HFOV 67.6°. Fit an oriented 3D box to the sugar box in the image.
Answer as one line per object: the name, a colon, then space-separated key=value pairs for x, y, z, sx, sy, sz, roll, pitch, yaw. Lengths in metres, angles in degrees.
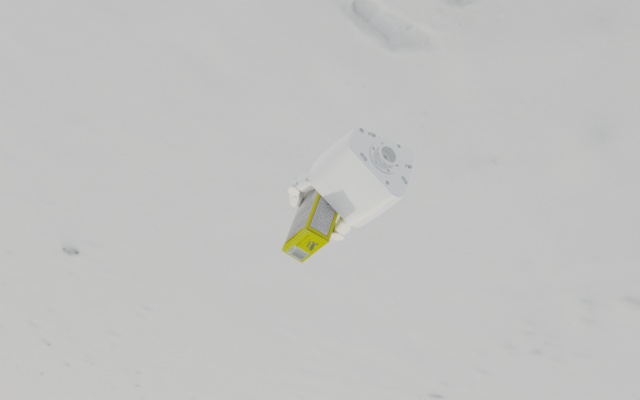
sugar box: x=0.001 y=0.003 z=0.752 sx=0.048 sy=0.176 sz=0.093 roll=32 pitch=-37 yaw=-12
